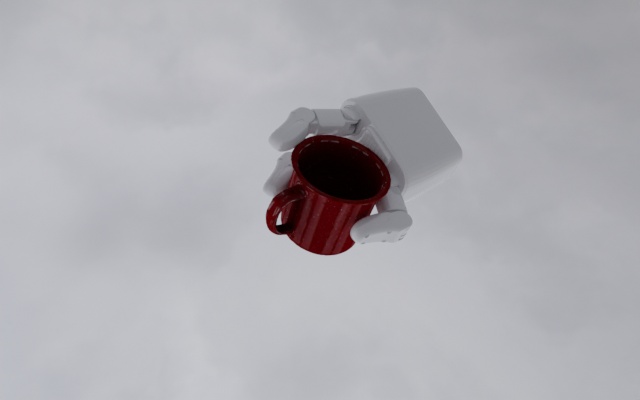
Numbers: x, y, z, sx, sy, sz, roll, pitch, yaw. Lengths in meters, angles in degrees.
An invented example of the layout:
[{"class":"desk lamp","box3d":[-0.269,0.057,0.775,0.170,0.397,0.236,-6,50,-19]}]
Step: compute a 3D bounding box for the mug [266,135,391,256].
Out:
[{"class":"mug","box3d":[-0.001,0.002,0.446,0.117,0.082,0.093,-22,57,-37]}]
